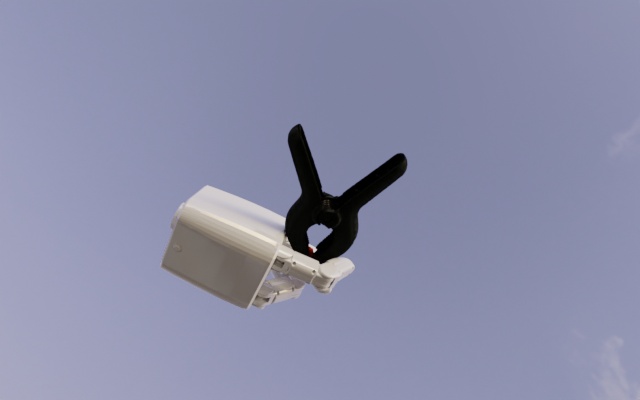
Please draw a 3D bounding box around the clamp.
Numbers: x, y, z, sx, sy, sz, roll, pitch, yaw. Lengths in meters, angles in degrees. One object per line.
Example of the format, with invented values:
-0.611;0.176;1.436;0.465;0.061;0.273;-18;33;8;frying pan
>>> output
0.000;0.002;0.500;0.120;0.171;0.039;25;27;-6;clamp
